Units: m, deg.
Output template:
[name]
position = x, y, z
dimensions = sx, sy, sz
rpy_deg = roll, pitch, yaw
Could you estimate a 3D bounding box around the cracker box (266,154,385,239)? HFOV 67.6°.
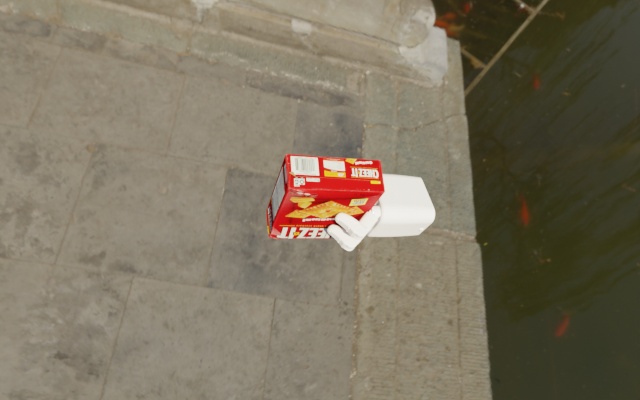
[cracker box]
position = 0.000, 0.003, 0.856
dimensions = 0.164, 0.072, 0.214
rpy_deg = 2, -27, -15
